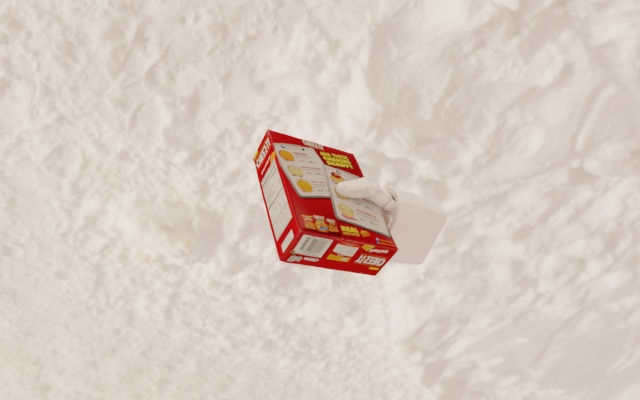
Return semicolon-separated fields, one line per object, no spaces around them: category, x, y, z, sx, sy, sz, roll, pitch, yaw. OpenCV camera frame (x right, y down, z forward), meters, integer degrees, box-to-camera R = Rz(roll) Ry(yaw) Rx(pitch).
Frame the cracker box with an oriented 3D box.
cracker box;0.000;0.002;0.707;0.164;0.072;0.213;13;38;-31
